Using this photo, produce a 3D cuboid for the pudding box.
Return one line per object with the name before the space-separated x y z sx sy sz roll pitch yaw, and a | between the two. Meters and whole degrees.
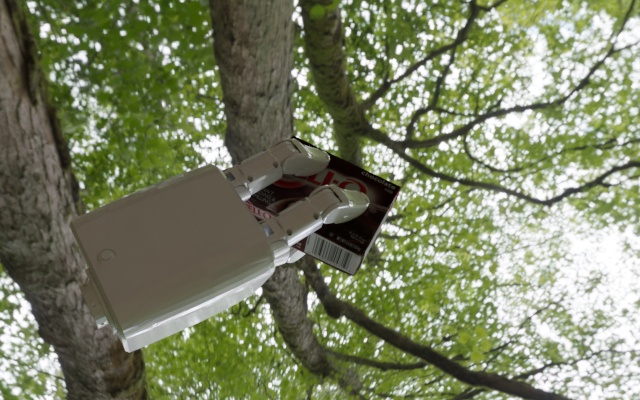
pudding box | 0.000 0.001 0.411 0.113 0.090 0.039 28 -40 8
